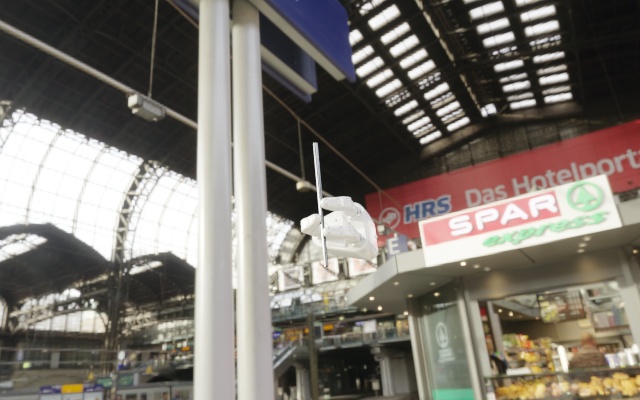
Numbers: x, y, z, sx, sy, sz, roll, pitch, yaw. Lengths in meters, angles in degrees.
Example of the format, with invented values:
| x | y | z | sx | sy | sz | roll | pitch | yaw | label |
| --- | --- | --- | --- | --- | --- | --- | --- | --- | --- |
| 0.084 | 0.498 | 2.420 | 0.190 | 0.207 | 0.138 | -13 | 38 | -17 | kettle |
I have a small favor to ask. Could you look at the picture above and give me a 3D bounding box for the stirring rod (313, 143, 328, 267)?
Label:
| x | y | z | sx | sy | sz | roll | pitch | yaw | label |
| --- | --- | --- | --- | --- | --- | --- | --- | --- | --- |
| 0.000 | 0.003 | 0.870 | 0.011 | 0.239 | 0.011 | -4 | -21 | -2 | stirring rod |
